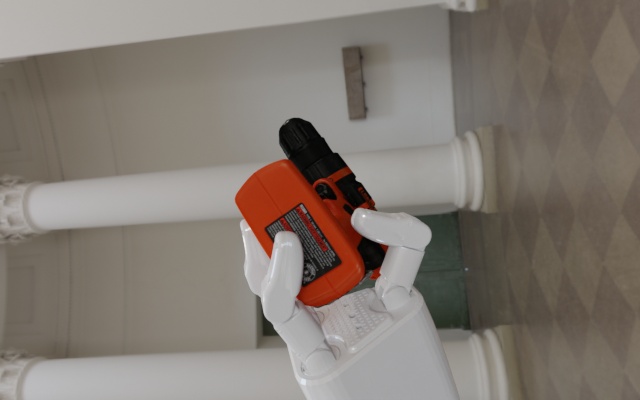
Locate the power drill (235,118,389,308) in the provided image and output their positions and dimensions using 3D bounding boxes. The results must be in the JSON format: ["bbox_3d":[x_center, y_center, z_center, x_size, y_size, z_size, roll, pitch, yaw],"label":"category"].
[{"bbox_3d":[0.000,0.002,0.414,0.057,0.184,0.187,-37,-5,17],"label":"power drill"}]
